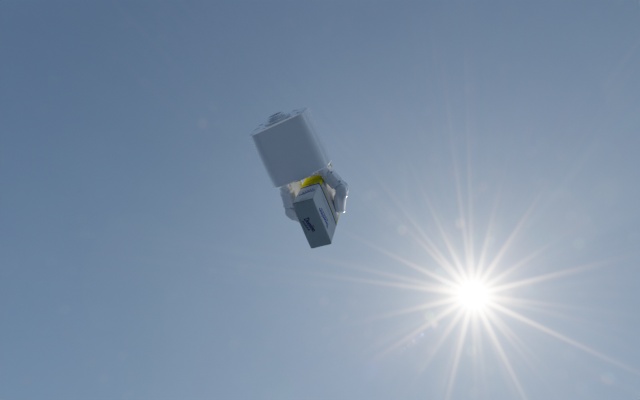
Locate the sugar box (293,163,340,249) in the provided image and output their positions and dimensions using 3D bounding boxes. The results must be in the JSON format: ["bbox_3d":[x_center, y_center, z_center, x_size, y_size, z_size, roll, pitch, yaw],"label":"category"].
[{"bbox_3d":[0.000,0.003,0.877,0.048,0.093,0.176,-15,21,20],"label":"sugar box"}]
